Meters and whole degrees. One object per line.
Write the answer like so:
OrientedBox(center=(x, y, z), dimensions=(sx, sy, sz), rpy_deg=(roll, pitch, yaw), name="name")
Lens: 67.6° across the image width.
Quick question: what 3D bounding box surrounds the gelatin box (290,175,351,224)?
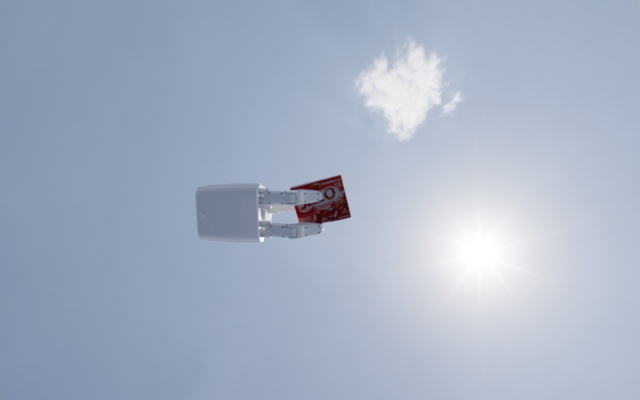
OrientedBox(center=(0.000, 0.002, 0.798), dimensions=(0.089, 0.073, 0.030), rpy_deg=(-14, 6, 3), name="gelatin box")
